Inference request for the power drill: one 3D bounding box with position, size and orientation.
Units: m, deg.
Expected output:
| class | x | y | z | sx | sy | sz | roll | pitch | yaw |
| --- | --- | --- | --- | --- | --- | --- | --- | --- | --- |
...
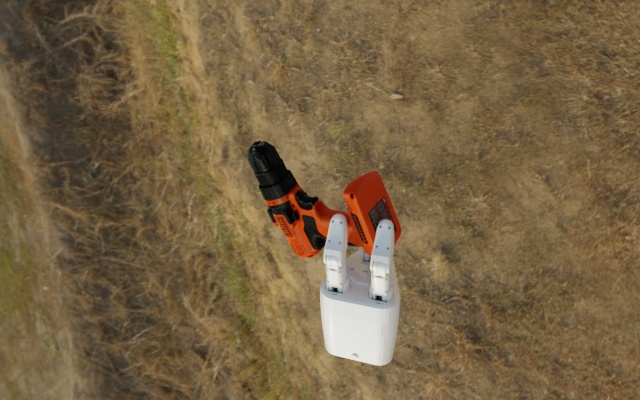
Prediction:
| class | x | y | z | sx | sy | sz | roll | pitch | yaw |
| --- | --- | --- | --- | --- | --- | --- | --- | --- | --- |
| power drill | 0.000 | 0.002 | 0.613 | 0.187 | 0.184 | 0.057 | 4 | 39 | 46 |
